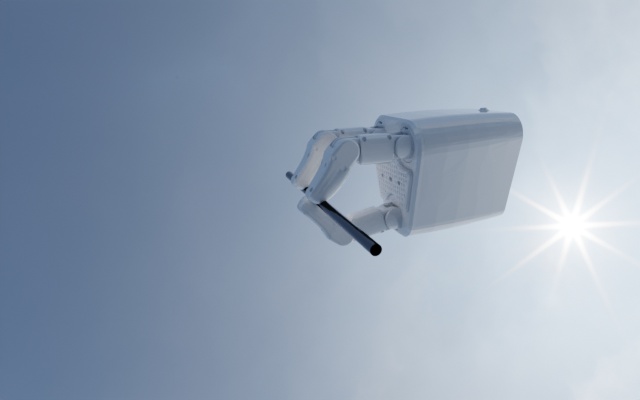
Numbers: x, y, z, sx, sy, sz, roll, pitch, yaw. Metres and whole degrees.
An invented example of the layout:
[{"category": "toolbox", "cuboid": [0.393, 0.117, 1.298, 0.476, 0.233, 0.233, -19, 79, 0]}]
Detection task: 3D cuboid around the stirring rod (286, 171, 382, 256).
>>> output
[{"category": "stirring rod", "cuboid": [0.000, 0.001, 0.401, 0.011, 0.011, 0.239, 0, 14, -17]}]
